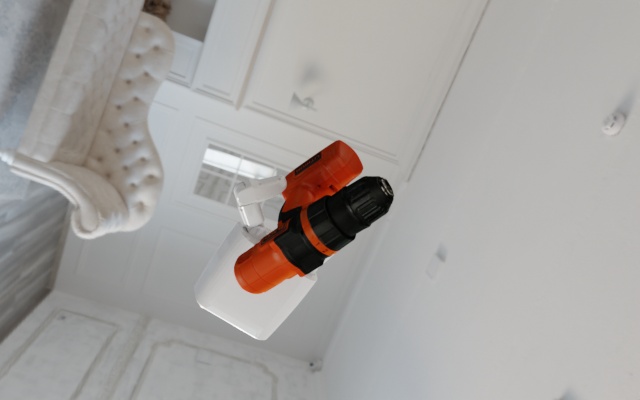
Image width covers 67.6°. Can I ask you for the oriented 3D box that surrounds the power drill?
[{"bbox_3d":[0.000,0.002,0.513,0.184,0.057,0.187,-32,17,23],"label":"power drill"}]
